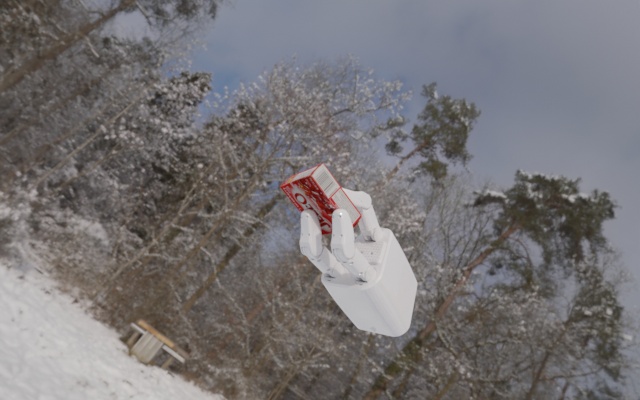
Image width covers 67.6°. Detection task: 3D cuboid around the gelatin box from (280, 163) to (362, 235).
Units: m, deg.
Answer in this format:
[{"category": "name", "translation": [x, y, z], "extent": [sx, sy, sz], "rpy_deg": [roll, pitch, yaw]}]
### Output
[{"category": "gelatin box", "translation": [0.000, 0.001, 0.614], "extent": [0.030, 0.089, 0.073], "rpy_deg": [-47, 18, -32]}]
